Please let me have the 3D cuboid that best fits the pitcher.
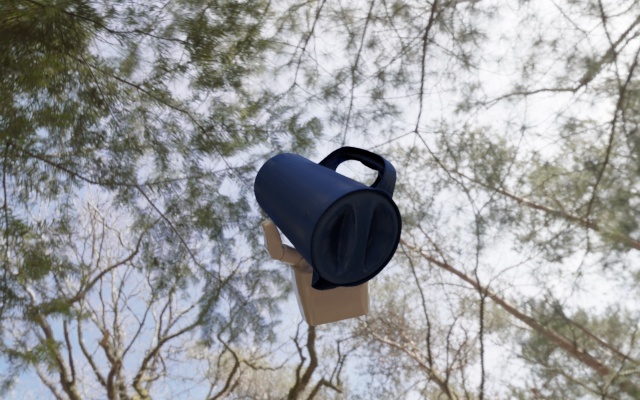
[{"bbox_3d":[0.000,0.002,0.680,0.149,0.145,0.242,-21,28,-21],"label":"pitcher"}]
